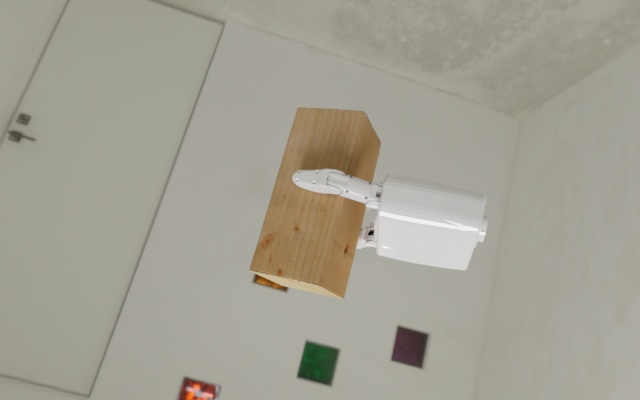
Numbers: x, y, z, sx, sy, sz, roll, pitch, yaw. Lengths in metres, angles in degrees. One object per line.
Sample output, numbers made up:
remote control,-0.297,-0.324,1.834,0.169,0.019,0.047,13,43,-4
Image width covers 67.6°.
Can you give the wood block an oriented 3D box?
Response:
wood block,0.000,0.002,0.575,0.090,0.206,0.091,8,-17,24
